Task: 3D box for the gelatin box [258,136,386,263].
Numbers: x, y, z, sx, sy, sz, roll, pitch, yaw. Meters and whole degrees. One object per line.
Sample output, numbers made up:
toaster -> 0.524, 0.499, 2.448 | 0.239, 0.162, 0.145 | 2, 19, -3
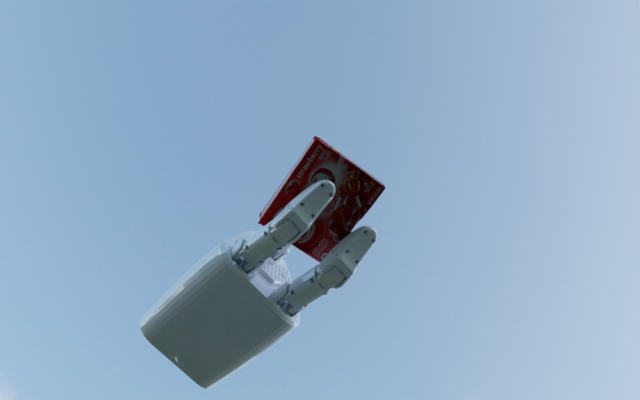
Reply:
gelatin box -> 0.000, 0.001, 0.412 | 0.073, 0.089, 0.030 | 34, 9, -10
